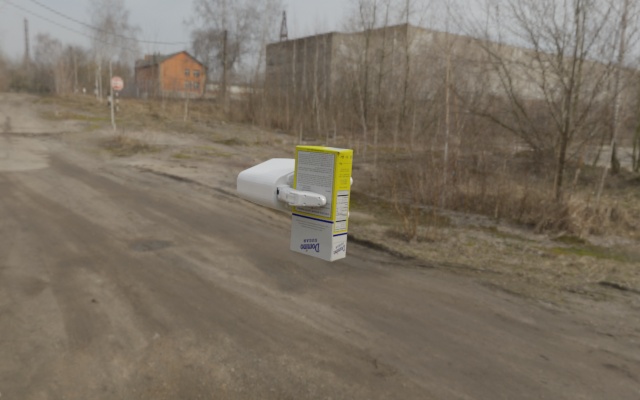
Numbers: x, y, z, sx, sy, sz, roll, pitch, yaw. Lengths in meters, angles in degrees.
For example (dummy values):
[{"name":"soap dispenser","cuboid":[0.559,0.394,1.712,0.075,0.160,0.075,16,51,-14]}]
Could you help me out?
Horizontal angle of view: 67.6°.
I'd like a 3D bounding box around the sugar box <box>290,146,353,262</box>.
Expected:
[{"name":"sugar box","cuboid":[0.000,0.002,0.775,0.093,0.176,0.048,12,14,40]}]
